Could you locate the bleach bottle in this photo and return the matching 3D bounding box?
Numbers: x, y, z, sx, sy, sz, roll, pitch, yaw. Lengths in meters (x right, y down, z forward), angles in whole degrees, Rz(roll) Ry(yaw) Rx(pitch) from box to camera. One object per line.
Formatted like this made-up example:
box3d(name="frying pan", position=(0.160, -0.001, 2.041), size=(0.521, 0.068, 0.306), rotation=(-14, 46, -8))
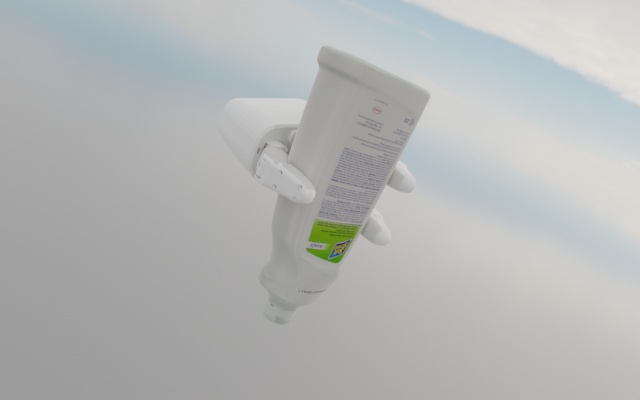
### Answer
box3d(name="bleach bottle", position=(0.000, 0.001, 0.427), size=(0.102, 0.251, 0.068), rotation=(12, 20, -38))
